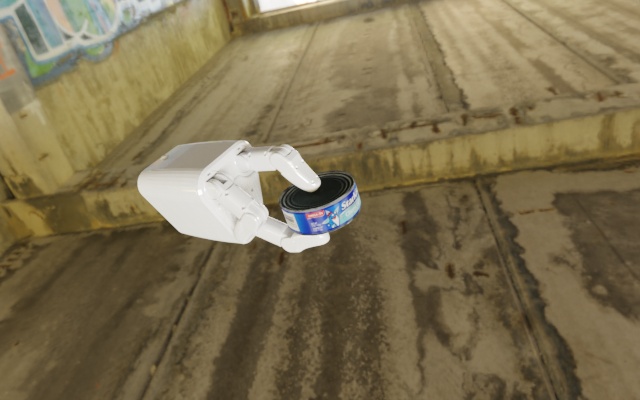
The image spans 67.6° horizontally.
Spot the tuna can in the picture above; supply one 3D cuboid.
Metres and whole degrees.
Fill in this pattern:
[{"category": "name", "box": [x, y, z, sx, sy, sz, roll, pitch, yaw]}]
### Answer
[{"category": "tuna can", "box": [0.000, 0.002, 0.520, 0.086, 0.034, 0.086, -15, 26, 7]}]
